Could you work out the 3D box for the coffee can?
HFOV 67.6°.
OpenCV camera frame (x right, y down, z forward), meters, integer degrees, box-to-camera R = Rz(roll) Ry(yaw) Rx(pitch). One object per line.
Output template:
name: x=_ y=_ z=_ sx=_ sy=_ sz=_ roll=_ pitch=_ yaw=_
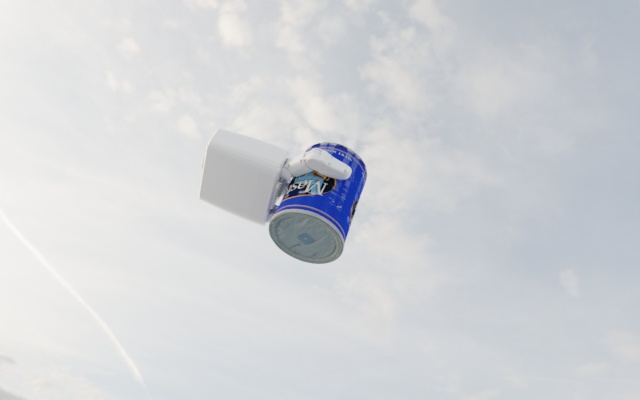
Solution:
coffee can: x=0.000 y=0.002 z=0.665 sx=0.103 sy=0.140 sz=0.103 roll=12 pitch=-42 yaw=11
